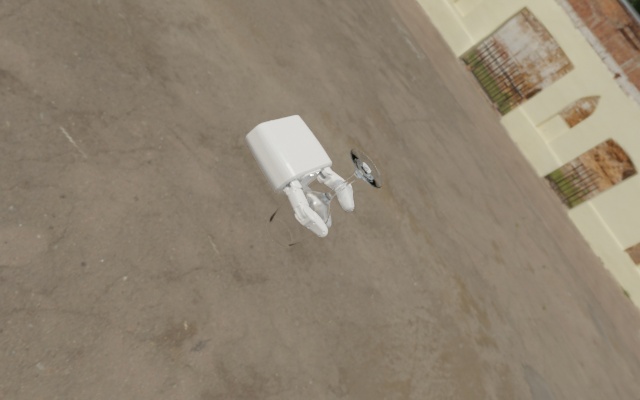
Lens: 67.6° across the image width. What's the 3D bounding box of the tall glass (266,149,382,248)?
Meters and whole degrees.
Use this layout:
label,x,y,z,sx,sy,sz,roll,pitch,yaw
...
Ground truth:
label,x,y,z,sx,sy,sz,roll,pitch,yaw
tall glass,0.001,0.002,0.781,0.201,0.079,0.079,-37,-19,27
